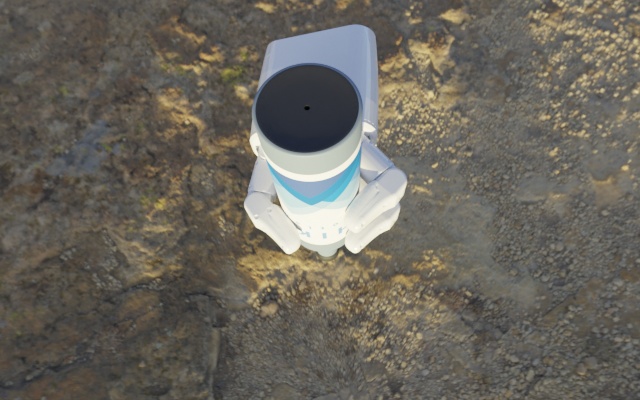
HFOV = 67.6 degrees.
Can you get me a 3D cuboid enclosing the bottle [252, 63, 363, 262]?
[{"bbox_3d":[0.000,0.001,0.419,0.069,0.069,0.296,0,-23,3],"label":"bottle"}]
